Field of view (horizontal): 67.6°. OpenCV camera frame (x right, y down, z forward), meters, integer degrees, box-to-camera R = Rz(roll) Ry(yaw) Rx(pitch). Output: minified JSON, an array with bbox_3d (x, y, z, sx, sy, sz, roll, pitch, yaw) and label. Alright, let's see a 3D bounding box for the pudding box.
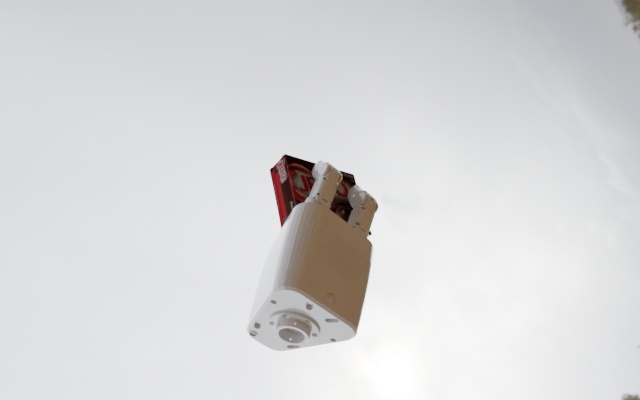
[{"bbox_3d":[0.000,0.002,0.562,0.113,0.090,0.039,15,-40,-40],"label":"pudding box"}]
